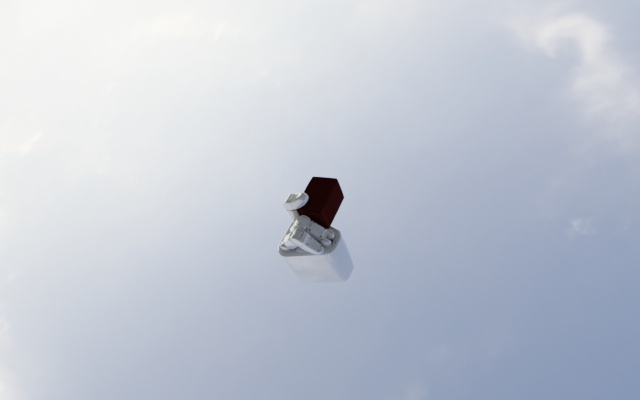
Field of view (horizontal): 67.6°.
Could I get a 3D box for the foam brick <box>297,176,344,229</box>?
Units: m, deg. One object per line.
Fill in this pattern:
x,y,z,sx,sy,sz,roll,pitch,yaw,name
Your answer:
0.000,0.003,0.857,0.053,0.078,0.051,9,-35,30,foam brick
